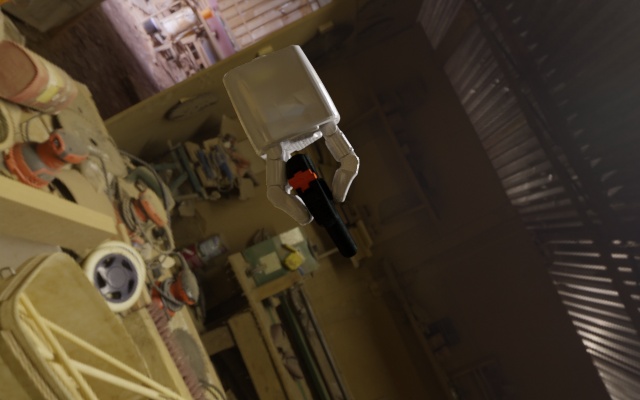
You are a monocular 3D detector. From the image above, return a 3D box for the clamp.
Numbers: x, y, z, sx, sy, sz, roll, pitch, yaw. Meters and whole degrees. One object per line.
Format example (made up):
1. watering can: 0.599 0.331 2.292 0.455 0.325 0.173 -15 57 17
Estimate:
1. clamp: 0.001 0.001 0.598 0.036 0.164 0.210 -29 -5 3
